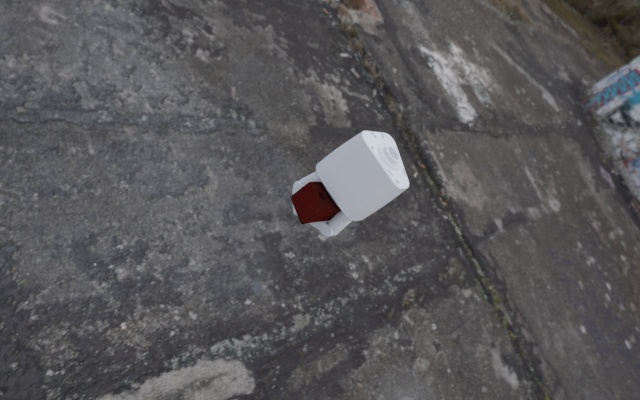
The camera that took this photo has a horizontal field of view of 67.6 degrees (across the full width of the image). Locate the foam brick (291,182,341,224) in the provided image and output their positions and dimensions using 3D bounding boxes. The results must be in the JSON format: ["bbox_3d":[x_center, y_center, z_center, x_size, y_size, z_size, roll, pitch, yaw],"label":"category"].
[{"bbox_3d":[0.000,0.003,0.789,0.051,0.053,0.078,-35,-19,35],"label":"foam brick"}]
